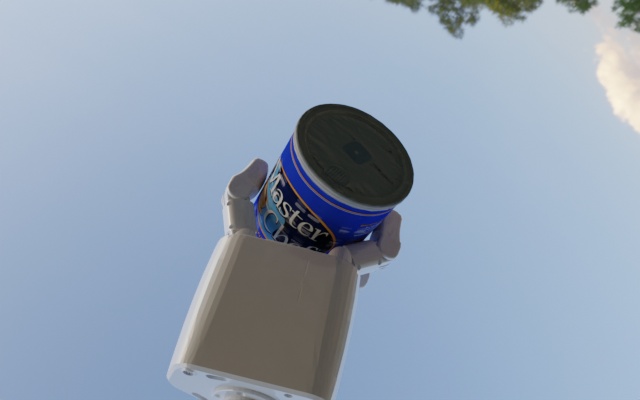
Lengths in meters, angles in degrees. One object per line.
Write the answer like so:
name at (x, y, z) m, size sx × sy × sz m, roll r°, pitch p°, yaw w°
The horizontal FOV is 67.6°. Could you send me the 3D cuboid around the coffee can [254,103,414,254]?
coffee can at (0.000, 0.001, 0.417) m, size 0.103 × 0.102 × 0.140 m, roll 0°, pitch -34°, yaw -30°
